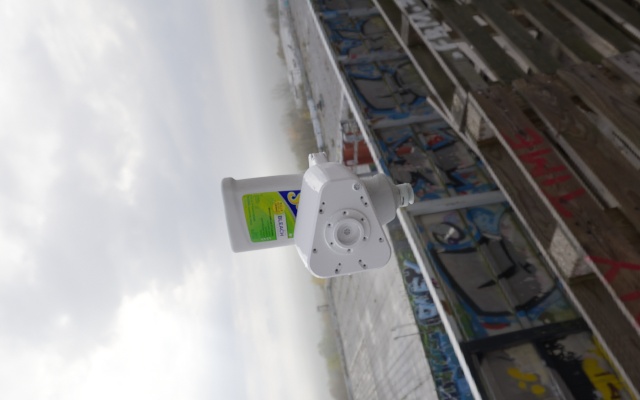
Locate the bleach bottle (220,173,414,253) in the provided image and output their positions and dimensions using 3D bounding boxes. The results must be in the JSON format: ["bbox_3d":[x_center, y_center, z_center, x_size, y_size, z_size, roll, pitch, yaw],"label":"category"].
[{"bbox_3d":[0.000,0.002,0.640,0.251,0.102,0.068,-9,13,-7],"label":"bleach bottle"}]
